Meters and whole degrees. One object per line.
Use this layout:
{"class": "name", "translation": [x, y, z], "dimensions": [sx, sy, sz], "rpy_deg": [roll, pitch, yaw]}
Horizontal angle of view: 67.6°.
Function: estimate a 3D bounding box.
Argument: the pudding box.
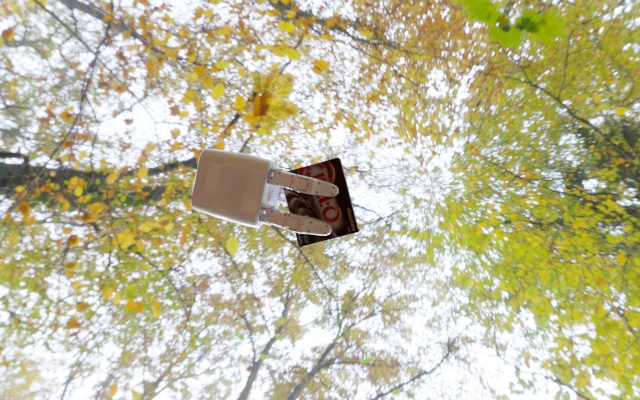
{"class": "pudding box", "translation": [0.000, 0.002, 0.690], "dimensions": [0.090, 0.113, 0.039], "rpy_deg": [-15, 1, 9]}
